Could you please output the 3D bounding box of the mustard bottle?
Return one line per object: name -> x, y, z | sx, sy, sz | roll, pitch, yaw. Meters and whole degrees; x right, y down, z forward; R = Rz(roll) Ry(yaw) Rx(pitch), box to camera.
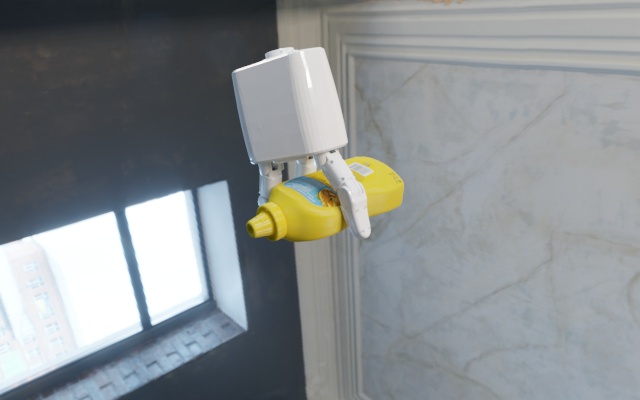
mustard bottle -> 0.000, 0.002, 0.549 | 0.191, 0.058, 0.096 | -21, 38, -36
